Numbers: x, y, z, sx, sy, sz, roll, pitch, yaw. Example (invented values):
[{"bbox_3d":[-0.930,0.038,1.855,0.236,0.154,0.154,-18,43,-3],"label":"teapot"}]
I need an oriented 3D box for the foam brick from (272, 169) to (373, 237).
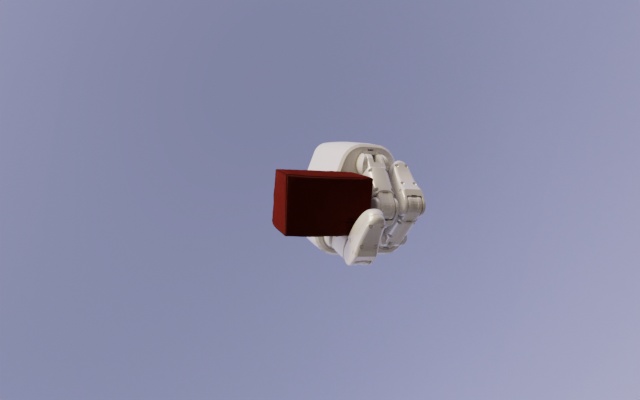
[{"bbox_3d":[0.000,0.001,0.422,0.078,0.053,0.051,2,9,-19],"label":"foam brick"}]
